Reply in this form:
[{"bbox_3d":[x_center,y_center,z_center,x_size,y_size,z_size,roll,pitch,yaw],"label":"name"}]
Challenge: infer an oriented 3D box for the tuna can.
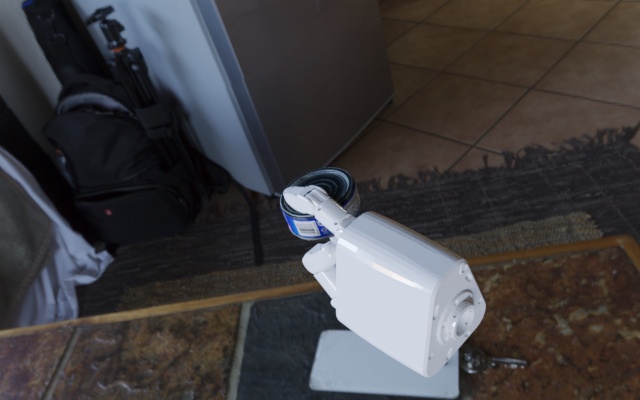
[{"bbox_3d":[0.000,0.001,0.520,0.086,0.034,0.086,-14,37,11],"label":"tuna can"}]
